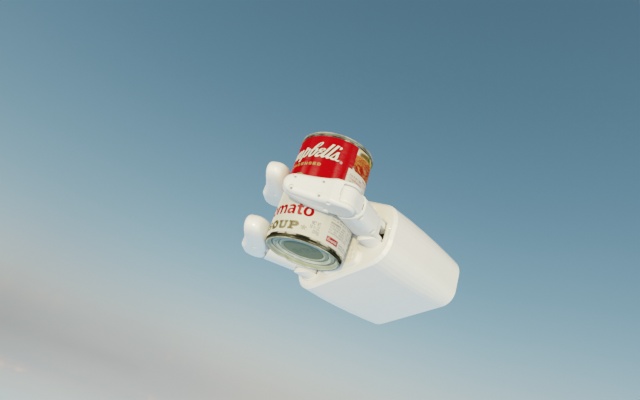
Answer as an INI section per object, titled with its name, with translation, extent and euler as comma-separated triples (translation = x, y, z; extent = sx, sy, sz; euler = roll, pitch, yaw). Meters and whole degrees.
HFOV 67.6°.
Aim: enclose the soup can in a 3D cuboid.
[soup can]
translation = 0.000, 0.001, 0.415
extent = 0.068, 0.102, 0.068
euler = 16, -25, 8
